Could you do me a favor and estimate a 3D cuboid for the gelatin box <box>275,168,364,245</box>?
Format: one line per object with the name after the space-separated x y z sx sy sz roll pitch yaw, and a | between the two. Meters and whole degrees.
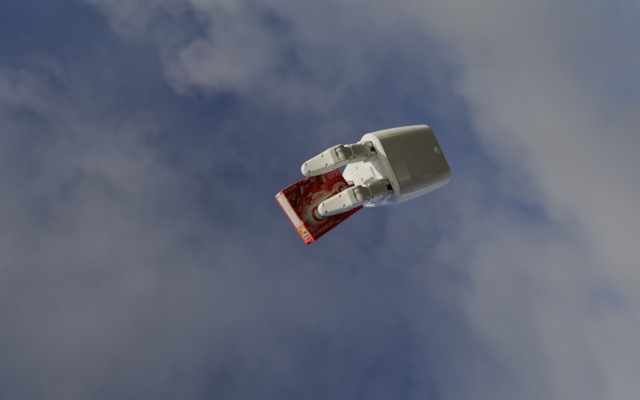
0.000 0.002 0.601 0.089 0.073 0.030 -32 -3 -29 | gelatin box
